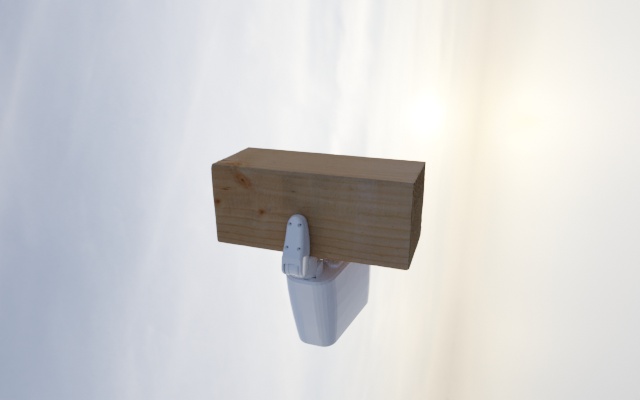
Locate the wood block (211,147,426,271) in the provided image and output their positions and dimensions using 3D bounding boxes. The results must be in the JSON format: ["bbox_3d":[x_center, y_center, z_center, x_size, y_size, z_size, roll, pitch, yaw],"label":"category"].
[{"bbox_3d":[0.000,0.002,0.506,0.206,0.090,0.090,6,21,17],"label":"wood block"}]
